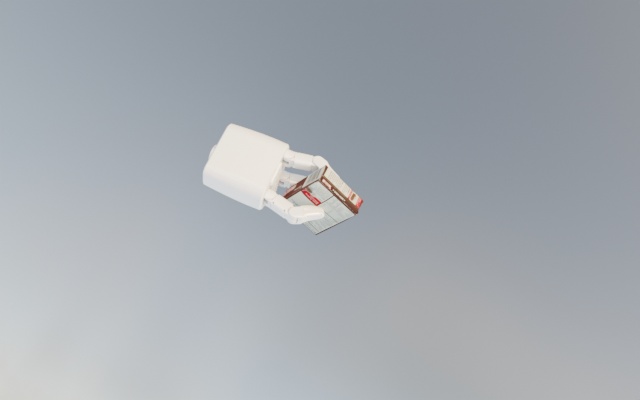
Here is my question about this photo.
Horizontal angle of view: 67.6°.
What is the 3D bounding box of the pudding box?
[{"bbox_3d":[0.000,0.003,0.788,0.090,0.039,0.113,42,-40,-18],"label":"pudding box"}]
